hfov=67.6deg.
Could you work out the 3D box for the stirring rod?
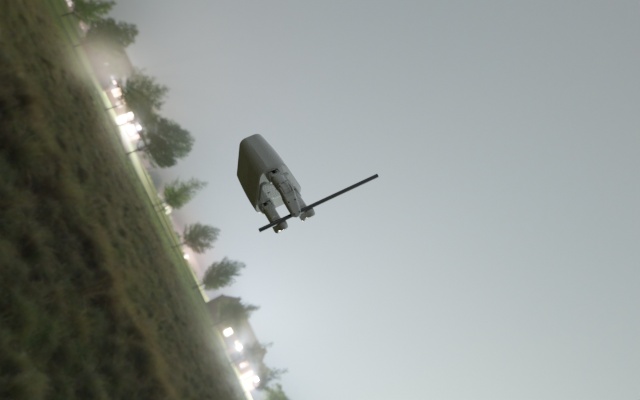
[{"bbox_3d":[0.000,0.003,0.849,0.239,0.011,0.011,-25,7,-15],"label":"stirring rod"}]
